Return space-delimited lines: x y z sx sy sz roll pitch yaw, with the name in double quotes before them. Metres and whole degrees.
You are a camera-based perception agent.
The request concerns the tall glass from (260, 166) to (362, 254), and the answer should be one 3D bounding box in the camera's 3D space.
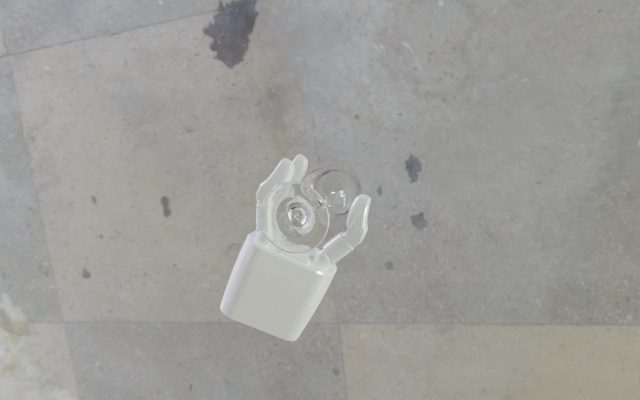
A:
"tall glass" 0.000 0.002 0.573 0.079 0.079 0.201 0 10 16
